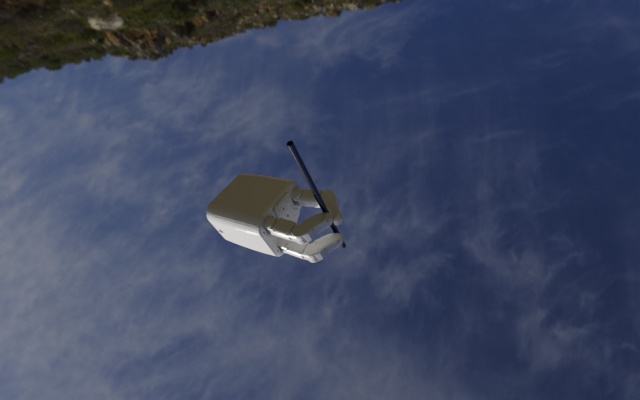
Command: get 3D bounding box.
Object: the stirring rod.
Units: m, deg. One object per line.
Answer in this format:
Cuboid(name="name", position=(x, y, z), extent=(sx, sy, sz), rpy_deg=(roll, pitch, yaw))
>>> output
Cuboid(name="stirring rod", position=(0.000, 0.002, 0.646), extent=(0.011, 0.011, 0.240), rpy_deg=(0, -35, 21))
